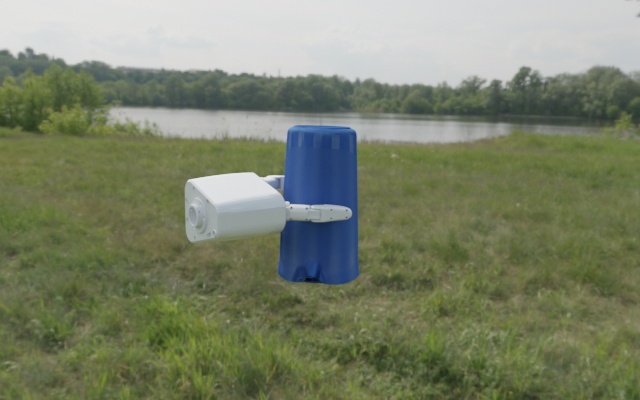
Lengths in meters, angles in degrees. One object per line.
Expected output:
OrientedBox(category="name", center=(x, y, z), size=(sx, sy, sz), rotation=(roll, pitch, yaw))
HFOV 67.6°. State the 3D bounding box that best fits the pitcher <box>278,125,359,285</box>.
OrientedBox(category="pitcher", center=(0.000, 0.003, 0.771), size=(0.145, 0.243, 0.149), rotation=(-6, 14, -36))
